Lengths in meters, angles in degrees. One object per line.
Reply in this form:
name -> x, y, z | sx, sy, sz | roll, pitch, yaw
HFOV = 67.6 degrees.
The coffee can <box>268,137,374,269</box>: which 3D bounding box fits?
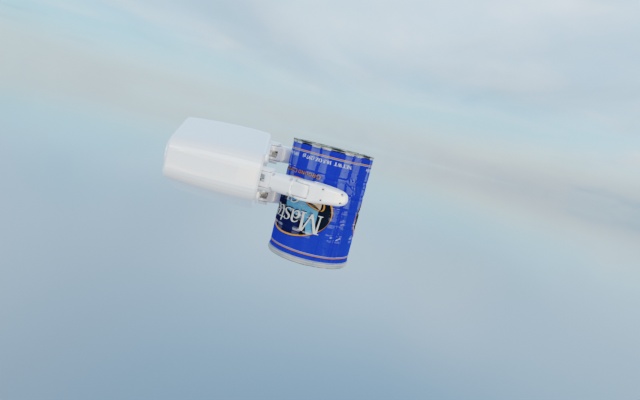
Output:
coffee can -> 0.000, 0.002, 0.596 | 0.103, 0.140, 0.103 | 14, 8, -2
